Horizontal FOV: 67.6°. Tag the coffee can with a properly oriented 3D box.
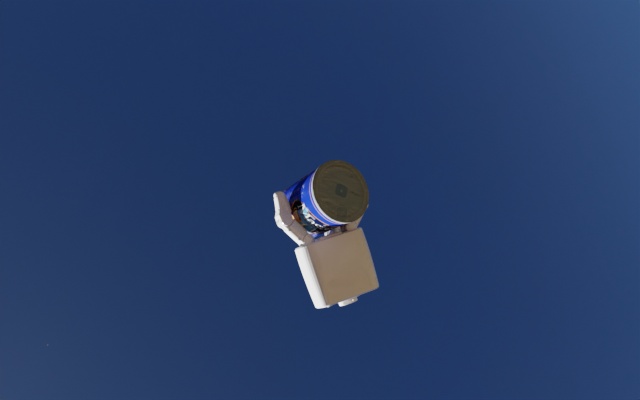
[{"bbox_3d":[0.000,0.002,0.802,0.103,0.102,0.140,0,-15,-30],"label":"coffee can"}]
